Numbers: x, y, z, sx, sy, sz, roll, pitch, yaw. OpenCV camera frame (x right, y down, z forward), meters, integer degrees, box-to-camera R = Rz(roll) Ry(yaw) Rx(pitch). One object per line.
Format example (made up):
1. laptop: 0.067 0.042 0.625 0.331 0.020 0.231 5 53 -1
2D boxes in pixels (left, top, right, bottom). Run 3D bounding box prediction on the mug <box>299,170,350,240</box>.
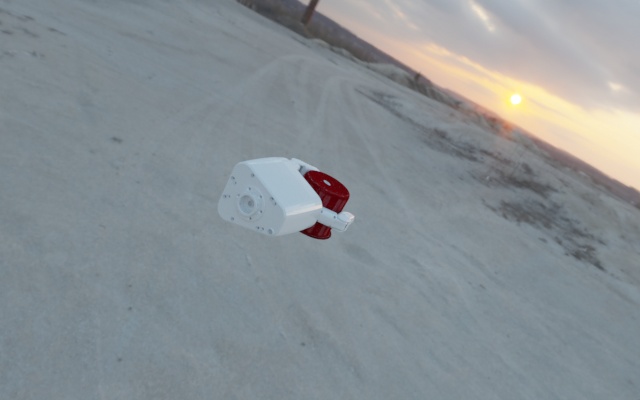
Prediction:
1. mug: 0.001 0.002 0.791 0.093 0.081 0.117 35 20 16
